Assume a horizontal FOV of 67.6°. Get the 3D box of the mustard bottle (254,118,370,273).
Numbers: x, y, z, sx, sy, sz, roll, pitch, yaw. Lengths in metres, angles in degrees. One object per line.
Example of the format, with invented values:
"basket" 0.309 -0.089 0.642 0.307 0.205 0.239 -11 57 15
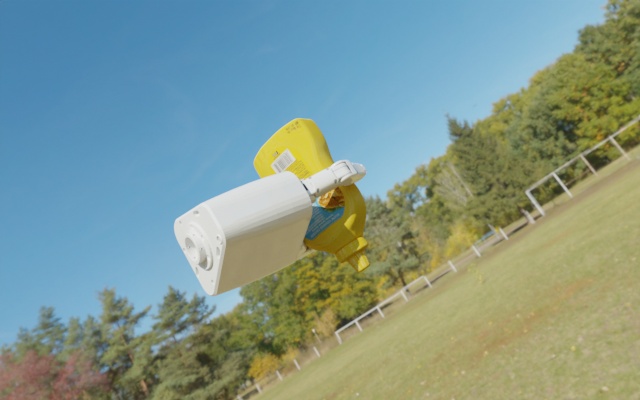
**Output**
"mustard bottle" 0.000 0.002 0.576 0.096 0.191 0.058 -40 -15 28
